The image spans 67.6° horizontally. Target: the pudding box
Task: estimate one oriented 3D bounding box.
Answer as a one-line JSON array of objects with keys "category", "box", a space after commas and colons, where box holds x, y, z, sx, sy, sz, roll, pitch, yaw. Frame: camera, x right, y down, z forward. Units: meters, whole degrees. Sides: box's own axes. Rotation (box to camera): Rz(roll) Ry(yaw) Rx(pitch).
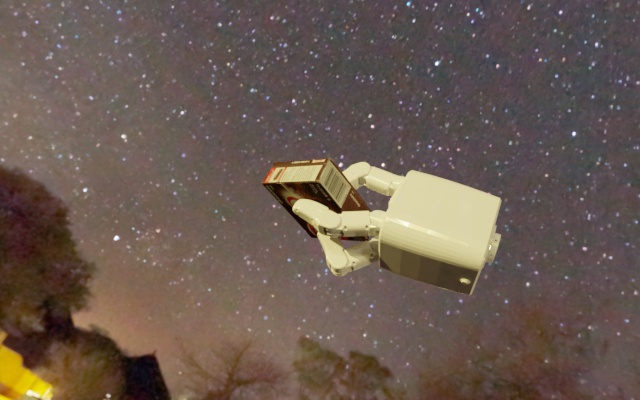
[{"category": "pudding box", "box": [0.000, 0.002, 0.556, 0.090, 0.039, 0.113, -1, -41, 41]}]
